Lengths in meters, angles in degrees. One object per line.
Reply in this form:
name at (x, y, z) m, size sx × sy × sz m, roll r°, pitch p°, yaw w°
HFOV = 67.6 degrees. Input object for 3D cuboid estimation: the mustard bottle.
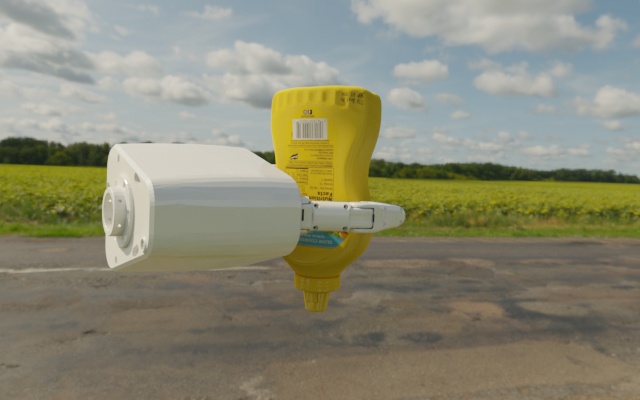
mustard bottle at (0.000, 0.001, 0.416) m, size 0.096 × 0.191 × 0.058 m, roll 4°, pitch 3°, yaw 28°
